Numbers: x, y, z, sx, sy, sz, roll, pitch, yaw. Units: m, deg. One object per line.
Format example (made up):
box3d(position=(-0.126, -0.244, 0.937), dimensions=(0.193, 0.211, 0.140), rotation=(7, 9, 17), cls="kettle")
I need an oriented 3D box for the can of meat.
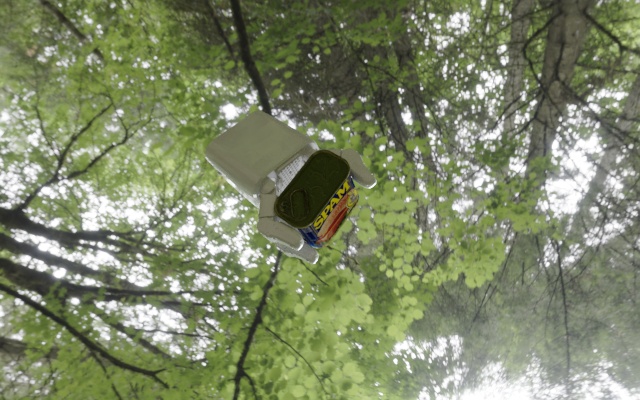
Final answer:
box3d(position=(0.000, 0.002, 0.596), dimensions=(0.057, 0.102, 0.084), rotation=(31, -13, 26), cls="can of meat")
